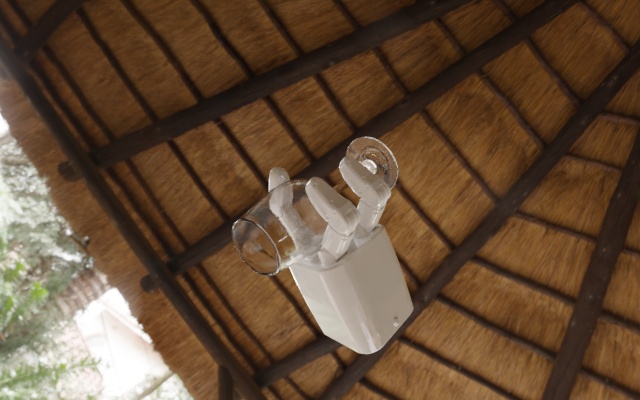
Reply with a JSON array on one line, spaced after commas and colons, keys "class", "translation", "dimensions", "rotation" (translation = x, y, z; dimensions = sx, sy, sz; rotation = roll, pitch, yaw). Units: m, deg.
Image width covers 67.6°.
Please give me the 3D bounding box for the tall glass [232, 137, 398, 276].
[{"class": "tall glass", "translation": [0.000, 0.001, 0.510], "dimensions": [0.079, 0.079, 0.201], "rotation": [0, 25, 44]}]
